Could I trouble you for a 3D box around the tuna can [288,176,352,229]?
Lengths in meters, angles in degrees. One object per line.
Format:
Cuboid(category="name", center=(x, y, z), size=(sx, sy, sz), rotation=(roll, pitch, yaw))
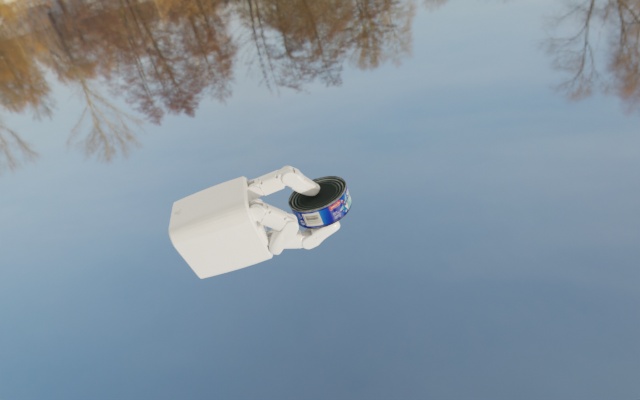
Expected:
Cuboid(category="tuna can", center=(0.000, 0.003, 0.676), size=(0.086, 0.034, 0.086), rotation=(-16, 30, 10))
